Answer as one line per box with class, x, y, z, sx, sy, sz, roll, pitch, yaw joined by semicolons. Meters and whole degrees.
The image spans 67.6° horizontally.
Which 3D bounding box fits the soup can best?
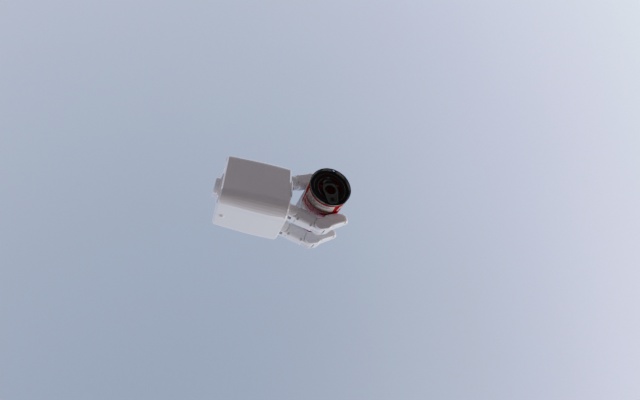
soup can;0.001;0.003;0.781;0.068;0.068;0.102;0;-29;-21
